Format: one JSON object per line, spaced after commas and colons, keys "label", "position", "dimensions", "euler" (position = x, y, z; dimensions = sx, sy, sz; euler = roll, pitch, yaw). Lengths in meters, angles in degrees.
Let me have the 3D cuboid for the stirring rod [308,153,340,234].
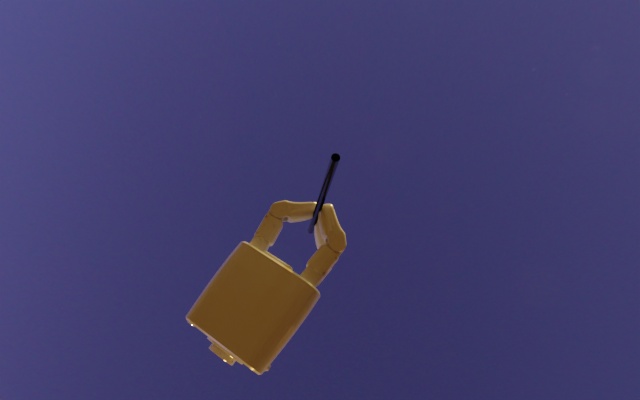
{"label": "stirring rod", "position": [0.000, 0.002, 0.526], "dimensions": [0.011, 0.011, 0.240], "euler": [0, -19, -7]}
